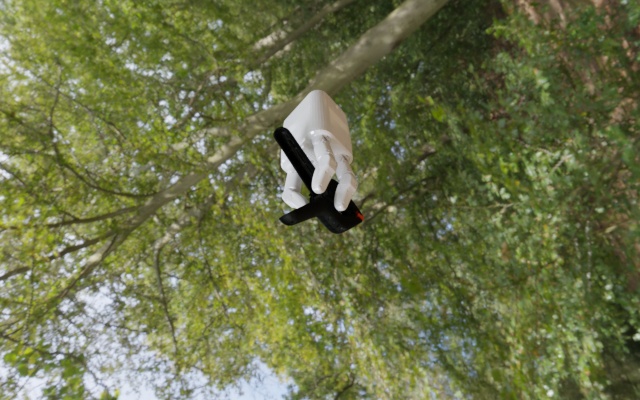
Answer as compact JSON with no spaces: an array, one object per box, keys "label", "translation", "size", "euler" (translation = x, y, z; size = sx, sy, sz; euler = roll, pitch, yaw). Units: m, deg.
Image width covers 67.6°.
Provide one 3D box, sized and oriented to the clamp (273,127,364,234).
[{"label":"clamp","translation":[0.000,0.003,0.729],"size":[0.036,0.164,0.210],"euler":[-25,-44,28]}]
